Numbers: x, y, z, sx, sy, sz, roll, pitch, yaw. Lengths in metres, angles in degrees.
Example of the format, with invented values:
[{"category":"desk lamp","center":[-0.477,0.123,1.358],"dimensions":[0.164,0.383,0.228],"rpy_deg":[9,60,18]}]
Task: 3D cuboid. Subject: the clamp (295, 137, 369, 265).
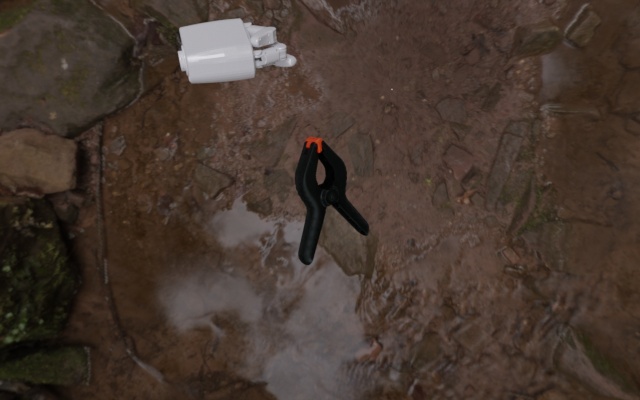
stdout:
[{"category":"clamp","center":[0.001,0.002,0.653],"dimensions":[0.120,0.171,0.039],"rpy_deg":[-35,25,-32]}]
